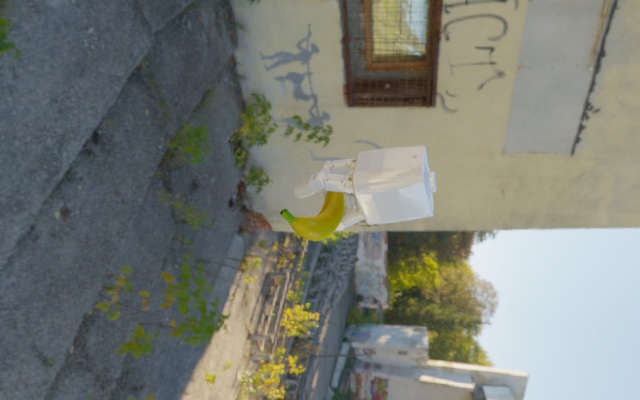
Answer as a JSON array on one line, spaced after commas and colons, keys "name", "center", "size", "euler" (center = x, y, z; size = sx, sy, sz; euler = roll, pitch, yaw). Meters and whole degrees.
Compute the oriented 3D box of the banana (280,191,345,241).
[{"name": "banana", "center": [0.005, 0.021, 0.753], "size": [0.037, 0.069, 0.197], "euler": [-16, 6, 26]}]
